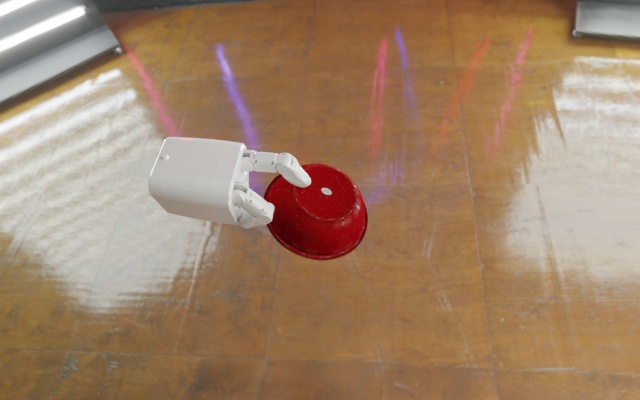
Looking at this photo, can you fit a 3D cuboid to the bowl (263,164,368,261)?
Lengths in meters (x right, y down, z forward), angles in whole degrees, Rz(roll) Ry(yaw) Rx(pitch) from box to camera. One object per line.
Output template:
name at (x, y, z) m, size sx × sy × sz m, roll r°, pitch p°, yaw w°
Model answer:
bowl at (0.002, 0.002, 0.688) m, size 0.162 × 0.162 × 0.055 m, roll 0°, pitch -32°, yaw -18°
